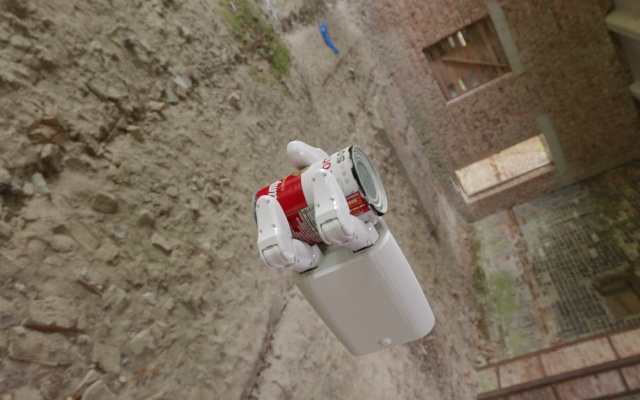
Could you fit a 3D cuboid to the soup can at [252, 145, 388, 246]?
[{"bbox_3d":[0.000,0.001,0.427,0.102,0.068,0.068,-24,-9,21],"label":"soup can"}]
